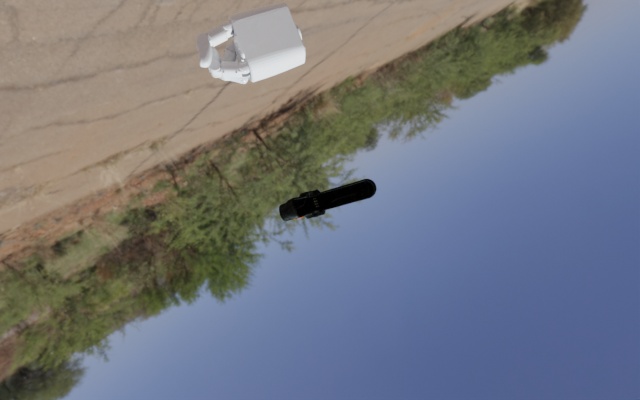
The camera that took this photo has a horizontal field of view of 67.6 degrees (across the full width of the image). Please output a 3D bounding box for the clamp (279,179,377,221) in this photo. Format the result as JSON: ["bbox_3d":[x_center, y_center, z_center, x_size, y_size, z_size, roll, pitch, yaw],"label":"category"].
[{"bbox_3d":[0.000,0.003,0.641,0.120,0.039,0.171,-10,0,-13],"label":"clamp"}]
